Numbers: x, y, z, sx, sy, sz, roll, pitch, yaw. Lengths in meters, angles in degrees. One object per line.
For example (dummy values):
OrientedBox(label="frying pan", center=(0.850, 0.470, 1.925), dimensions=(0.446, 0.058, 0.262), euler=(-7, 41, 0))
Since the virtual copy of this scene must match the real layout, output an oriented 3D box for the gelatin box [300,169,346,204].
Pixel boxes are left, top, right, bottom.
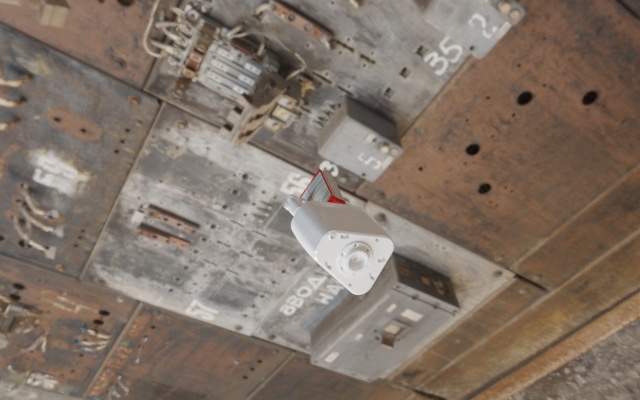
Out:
OrientedBox(label="gelatin box", center=(0.000, 0.002, 0.780), dimensions=(0.030, 0.073, 0.089), euler=(23, 24, -30))
